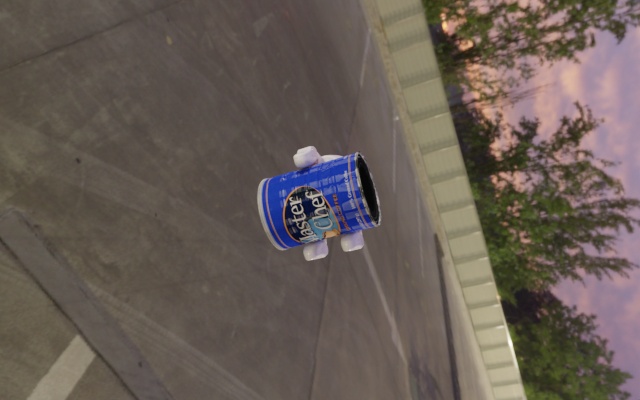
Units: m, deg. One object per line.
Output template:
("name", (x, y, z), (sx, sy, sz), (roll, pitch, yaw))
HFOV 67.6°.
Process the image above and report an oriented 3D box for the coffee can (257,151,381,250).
("coffee can", (0.000, 0.002, 0.646), (0.140, 0.103, 0.103), (-15, -4, 16))
